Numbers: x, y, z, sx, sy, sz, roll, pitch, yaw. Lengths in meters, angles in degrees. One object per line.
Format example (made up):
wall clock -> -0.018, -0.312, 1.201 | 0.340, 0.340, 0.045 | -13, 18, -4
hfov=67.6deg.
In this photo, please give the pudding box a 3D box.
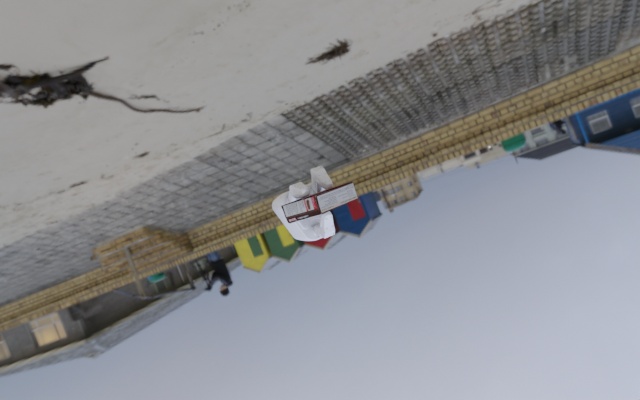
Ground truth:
pudding box -> 0.000, 0.003, 0.868 | 0.090, 0.039, 0.113 | -18, 4, 42
